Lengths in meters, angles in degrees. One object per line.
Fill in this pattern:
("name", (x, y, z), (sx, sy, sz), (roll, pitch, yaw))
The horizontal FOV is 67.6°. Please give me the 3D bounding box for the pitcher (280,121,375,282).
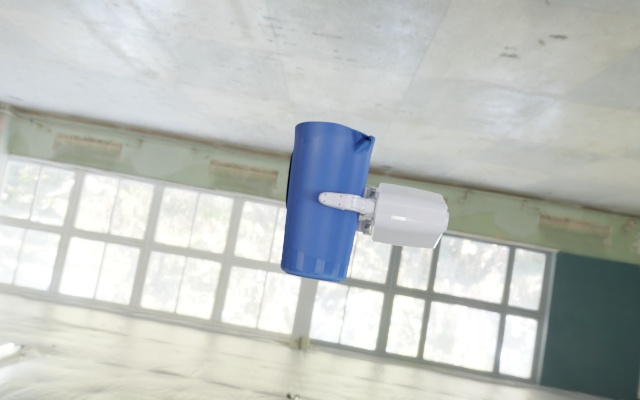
("pitcher", (0.000, 0.003, 0.778), (0.145, 0.243, 0.149), (9, -6, 6))
